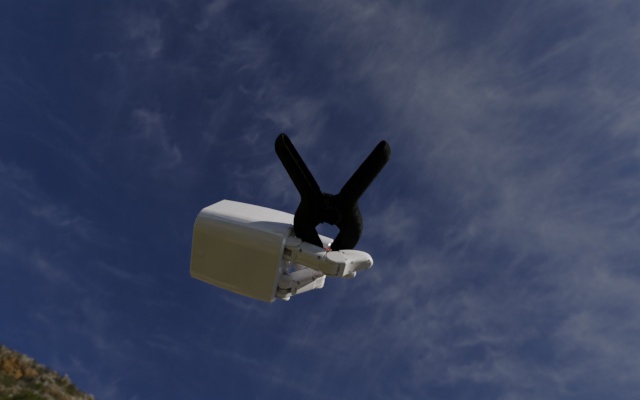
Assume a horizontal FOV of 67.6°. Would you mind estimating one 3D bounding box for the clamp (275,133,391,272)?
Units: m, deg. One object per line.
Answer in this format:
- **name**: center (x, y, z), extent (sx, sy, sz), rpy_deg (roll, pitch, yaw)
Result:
- **clamp**: center (0.000, 0.002, 0.531), extent (0.120, 0.171, 0.039), rpy_deg (15, 27, 5)
